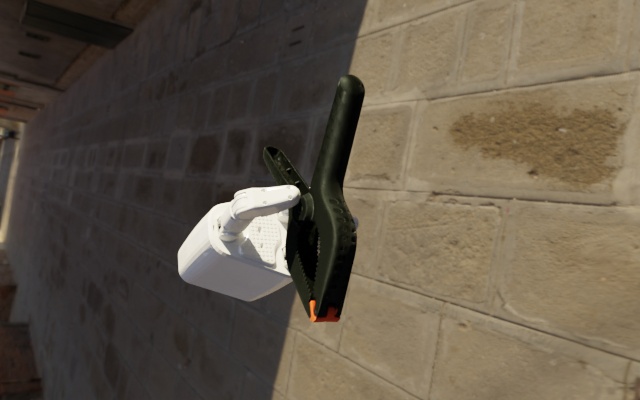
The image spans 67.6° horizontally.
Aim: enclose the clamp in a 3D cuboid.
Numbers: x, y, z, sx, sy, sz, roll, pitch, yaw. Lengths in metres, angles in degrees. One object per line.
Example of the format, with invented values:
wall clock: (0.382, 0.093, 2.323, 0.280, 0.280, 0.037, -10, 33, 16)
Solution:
clamp: (-0.001, 0.002, 0.437, 0.036, 0.210, 0.165, 7, -29, -32)
